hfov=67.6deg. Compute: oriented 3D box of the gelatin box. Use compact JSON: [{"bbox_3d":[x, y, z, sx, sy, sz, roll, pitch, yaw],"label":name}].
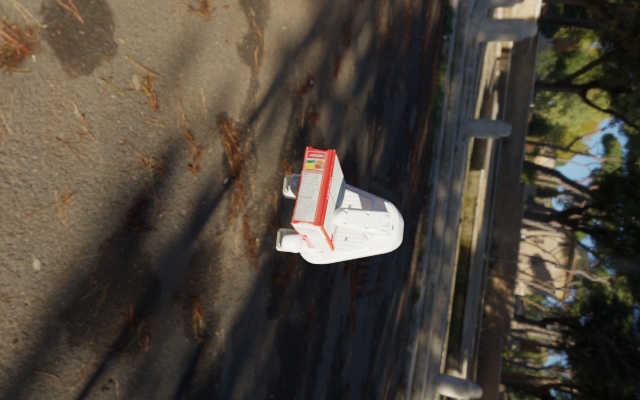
[{"bbox_3d":[0.000,0.001,0.450,0.030,0.073,0.089,7,-18,12],"label":"gelatin box"}]
